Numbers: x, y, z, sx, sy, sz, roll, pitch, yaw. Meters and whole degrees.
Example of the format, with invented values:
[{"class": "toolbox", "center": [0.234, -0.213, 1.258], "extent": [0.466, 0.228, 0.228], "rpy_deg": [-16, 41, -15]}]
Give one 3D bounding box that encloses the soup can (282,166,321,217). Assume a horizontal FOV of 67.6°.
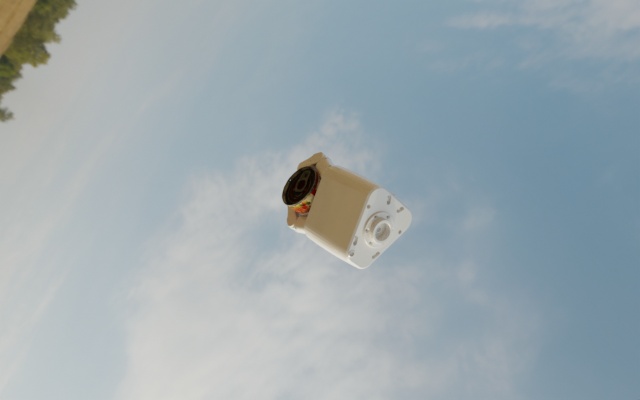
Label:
[{"class": "soup can", "center": [0.000, 0.002, 0.736], "extent": [0.068, 0.068, 0.102], "rpy_deg": [0, -29, 48]}]
